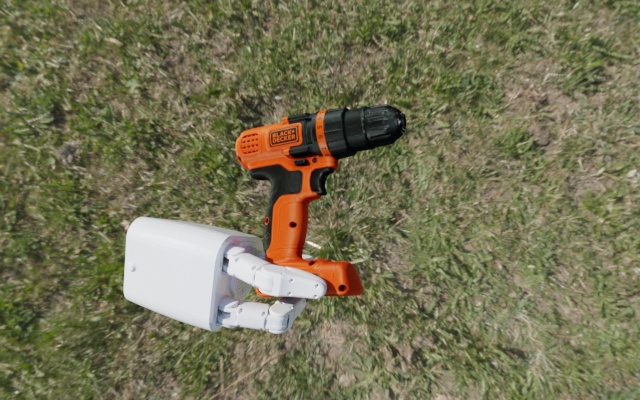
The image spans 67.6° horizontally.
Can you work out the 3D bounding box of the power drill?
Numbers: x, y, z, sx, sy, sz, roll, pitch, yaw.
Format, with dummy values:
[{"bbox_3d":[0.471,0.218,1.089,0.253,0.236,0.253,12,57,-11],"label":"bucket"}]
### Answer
[{"bbox_3d":[0.000,0.002,0.479,0.184,0.187,0.057,-8,-14,25],"label":"power drill"}]
